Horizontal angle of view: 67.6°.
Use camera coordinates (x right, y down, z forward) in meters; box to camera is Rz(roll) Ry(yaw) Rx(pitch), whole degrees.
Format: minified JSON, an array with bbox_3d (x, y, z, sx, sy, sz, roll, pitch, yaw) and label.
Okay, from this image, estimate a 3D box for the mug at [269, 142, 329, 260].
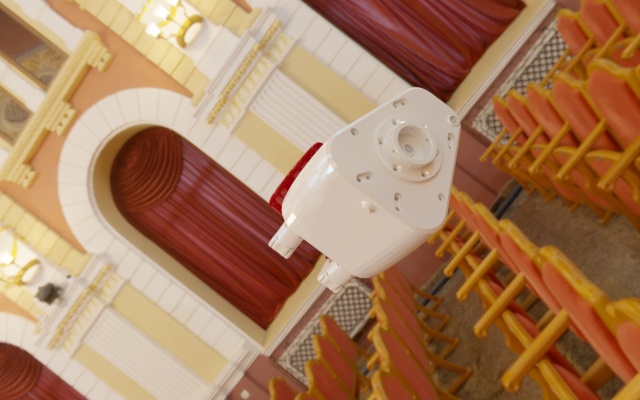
[{"bbox_3d":[-0.001,0.002,0.482,0.081,0.093,0.117,39,-31,-1],"label":"mug"}]
